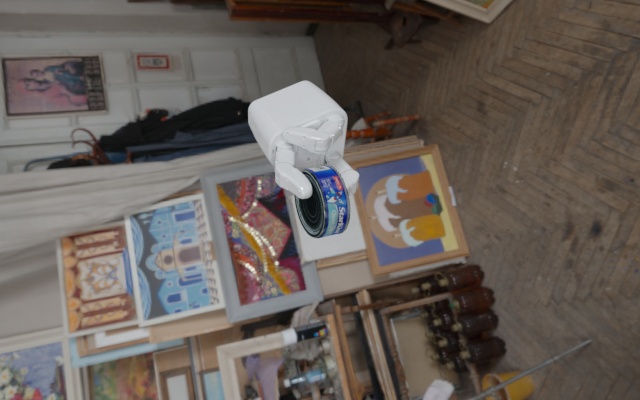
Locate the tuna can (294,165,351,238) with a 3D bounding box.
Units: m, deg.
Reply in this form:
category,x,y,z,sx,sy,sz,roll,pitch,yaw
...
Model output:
category,x,y,z,sx,sy,sz,roll,pitch,yaw
tuna can,0.000,0.002,0.577,0.034,0.086,0.086,-11,5,-26
